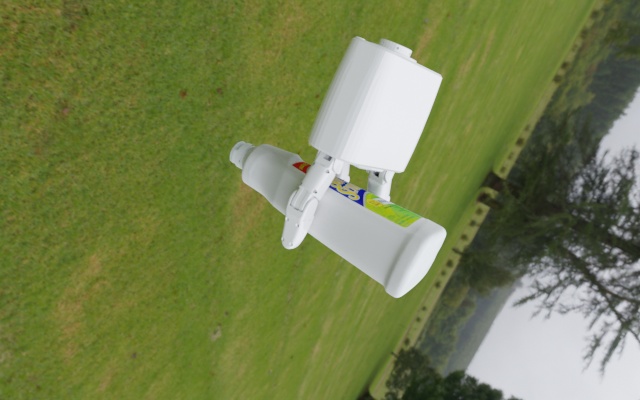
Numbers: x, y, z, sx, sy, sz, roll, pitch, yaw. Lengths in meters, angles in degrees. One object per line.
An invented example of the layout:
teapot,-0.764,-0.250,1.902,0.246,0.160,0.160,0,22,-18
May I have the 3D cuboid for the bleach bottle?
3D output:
bleach bottle,0.000,0.002,0.503,0.250,0.068,0.102,30,19,22
